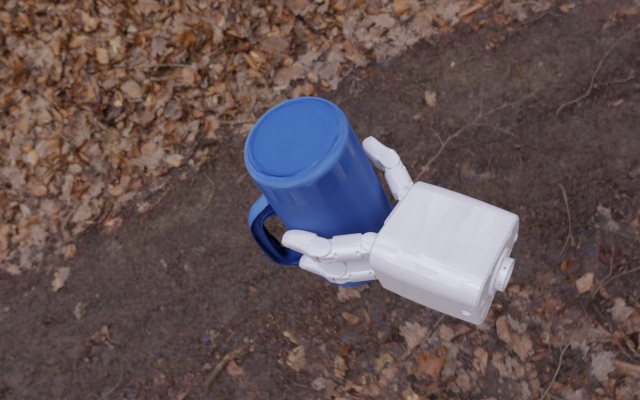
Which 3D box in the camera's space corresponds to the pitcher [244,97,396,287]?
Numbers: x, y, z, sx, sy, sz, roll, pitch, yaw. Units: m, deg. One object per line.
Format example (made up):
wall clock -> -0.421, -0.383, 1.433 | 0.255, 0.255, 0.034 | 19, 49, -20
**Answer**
pitcher -> 0.000, 0.002, 0.549 | 0.145, 0.149, 0.243 | 23, -19, 30
